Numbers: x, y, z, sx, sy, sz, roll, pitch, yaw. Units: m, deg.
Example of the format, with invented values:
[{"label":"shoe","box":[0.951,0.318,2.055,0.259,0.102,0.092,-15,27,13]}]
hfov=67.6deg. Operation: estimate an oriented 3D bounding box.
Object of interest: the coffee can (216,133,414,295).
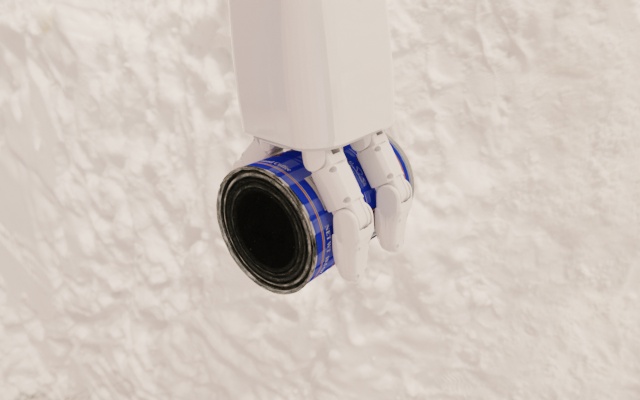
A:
[{"label":"coffee can","box":[0.000,0.001,0.403,0.103,0.103,0.140,0,19,41]}]
